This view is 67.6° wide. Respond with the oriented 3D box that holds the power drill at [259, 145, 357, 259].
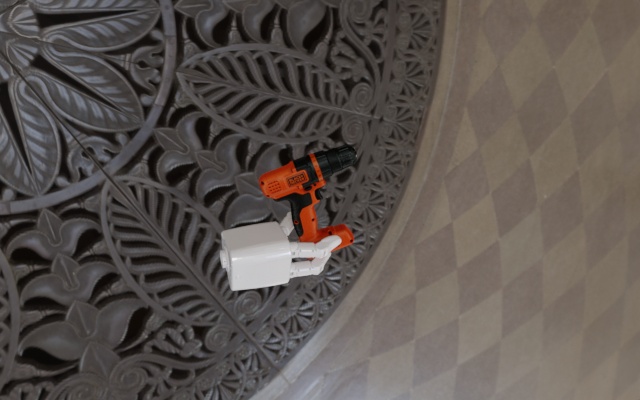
[{"bbox_3d":[0.000,0.003,0.886,0.184,0.188,0.057,-20,22,0],"label":"power drill"}]
